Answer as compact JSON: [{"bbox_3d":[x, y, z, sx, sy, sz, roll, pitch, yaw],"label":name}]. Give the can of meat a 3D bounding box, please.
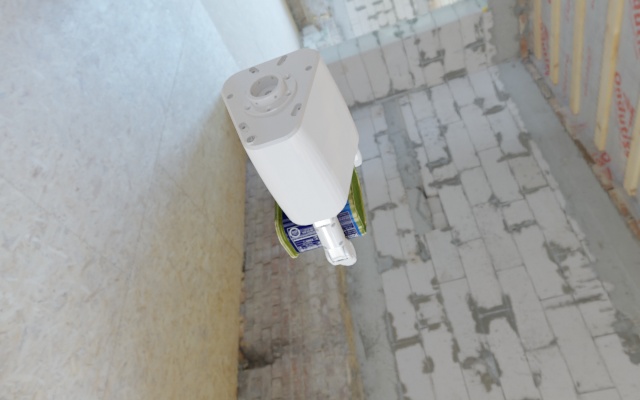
[{"bbox_3d":[0.000,0.002,0.512,0.084,0.102,0.057,-17,-44,13],"label":"can of meat"}]
